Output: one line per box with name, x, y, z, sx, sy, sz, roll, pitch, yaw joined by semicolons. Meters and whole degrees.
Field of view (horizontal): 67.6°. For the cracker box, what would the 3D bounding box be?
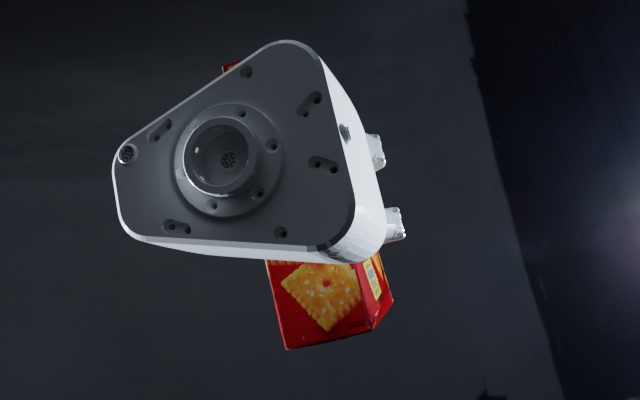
cracker box;0.000;0.002;0.409;0.072;0.213;0.164;-15;-10;11
